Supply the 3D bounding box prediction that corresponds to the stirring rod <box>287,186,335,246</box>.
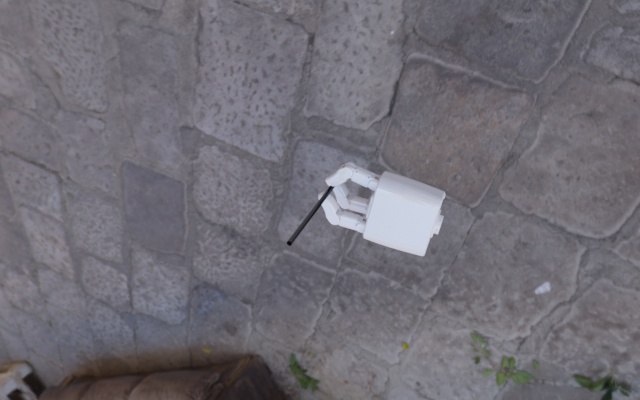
[{"bbox_3d":[0.000,0.002,0.776,0.011,0.011,0.239,0,29,25],"label":"stirring rod"}]
